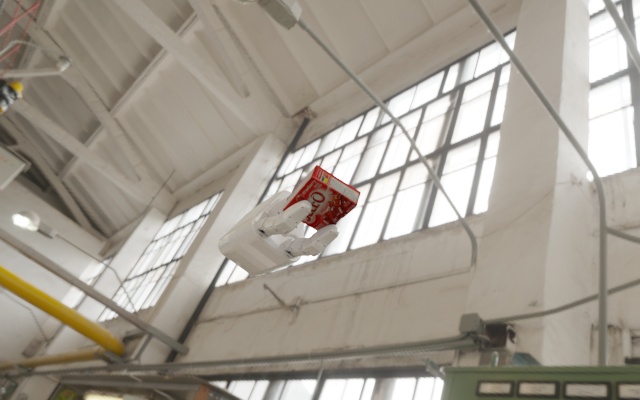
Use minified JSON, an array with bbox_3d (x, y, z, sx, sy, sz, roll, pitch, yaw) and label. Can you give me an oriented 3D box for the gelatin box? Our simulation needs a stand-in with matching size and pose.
[{"bbox_3d":[0.000,0.002,0.655,0.073,0.030,0.089,32,-45,-13],"label":"gelatin box"}]
